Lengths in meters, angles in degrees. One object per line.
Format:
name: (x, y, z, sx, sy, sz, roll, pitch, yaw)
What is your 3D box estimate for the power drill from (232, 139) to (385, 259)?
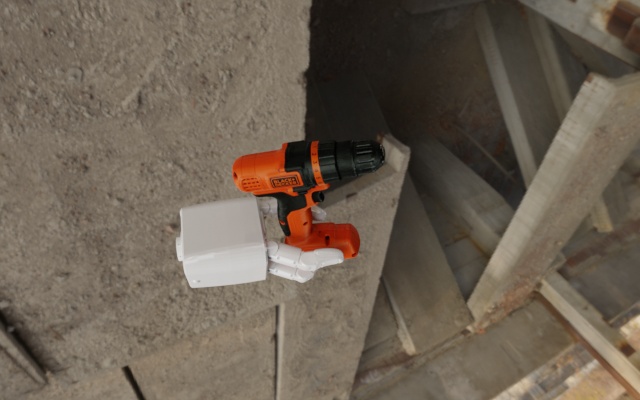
power drill: (0.000, 0.002, 0.617, 0.184, 0.057, 0.188, -6, -45, 12)
